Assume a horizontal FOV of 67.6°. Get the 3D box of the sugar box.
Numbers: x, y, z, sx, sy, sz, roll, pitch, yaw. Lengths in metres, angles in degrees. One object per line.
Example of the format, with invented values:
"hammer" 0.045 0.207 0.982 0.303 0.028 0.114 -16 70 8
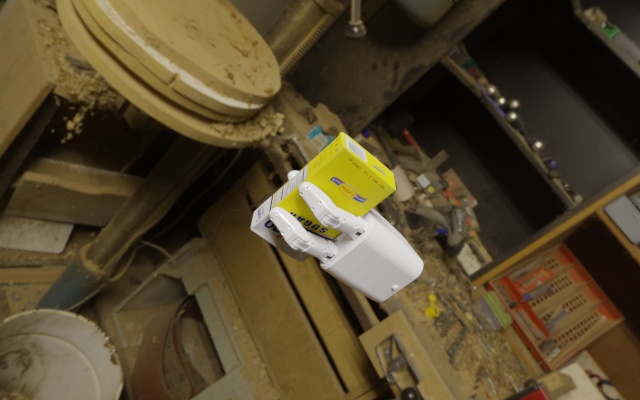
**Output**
"sugar box" 0.000 0.002 0.616 0.093 0.176 0.048 37 27 -23
